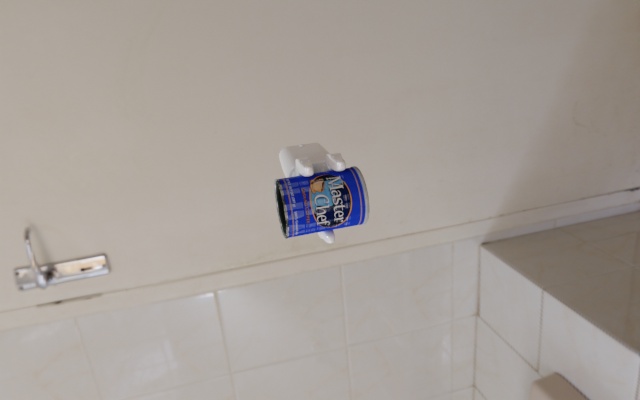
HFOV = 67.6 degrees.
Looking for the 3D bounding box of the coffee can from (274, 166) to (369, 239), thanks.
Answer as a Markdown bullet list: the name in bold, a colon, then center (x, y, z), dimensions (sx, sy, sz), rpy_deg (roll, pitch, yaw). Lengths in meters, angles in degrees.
- **coffee can**: center (0.000, 0.003, 0.813), dimensions (0.140, 0.103, 0.103), rpy_deg (-10, 2, -12)
